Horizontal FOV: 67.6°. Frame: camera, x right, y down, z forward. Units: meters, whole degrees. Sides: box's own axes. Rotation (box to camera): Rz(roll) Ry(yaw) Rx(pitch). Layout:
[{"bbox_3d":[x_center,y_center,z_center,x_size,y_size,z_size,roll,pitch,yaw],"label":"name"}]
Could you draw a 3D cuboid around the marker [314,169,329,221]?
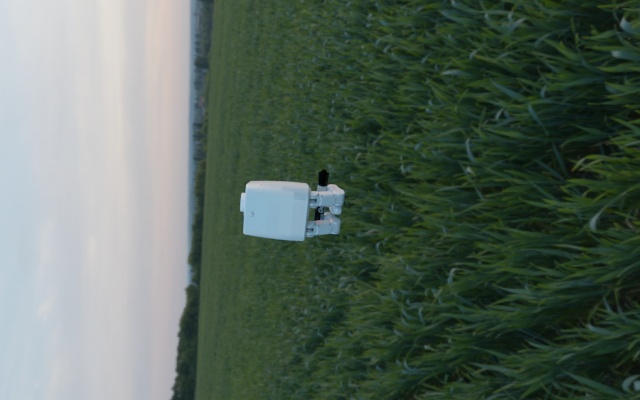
[{"bbox_3d":[0.000,0.003,0.857,0.020,0.121,0.020,6,21,-2],"label":"marker"}]
